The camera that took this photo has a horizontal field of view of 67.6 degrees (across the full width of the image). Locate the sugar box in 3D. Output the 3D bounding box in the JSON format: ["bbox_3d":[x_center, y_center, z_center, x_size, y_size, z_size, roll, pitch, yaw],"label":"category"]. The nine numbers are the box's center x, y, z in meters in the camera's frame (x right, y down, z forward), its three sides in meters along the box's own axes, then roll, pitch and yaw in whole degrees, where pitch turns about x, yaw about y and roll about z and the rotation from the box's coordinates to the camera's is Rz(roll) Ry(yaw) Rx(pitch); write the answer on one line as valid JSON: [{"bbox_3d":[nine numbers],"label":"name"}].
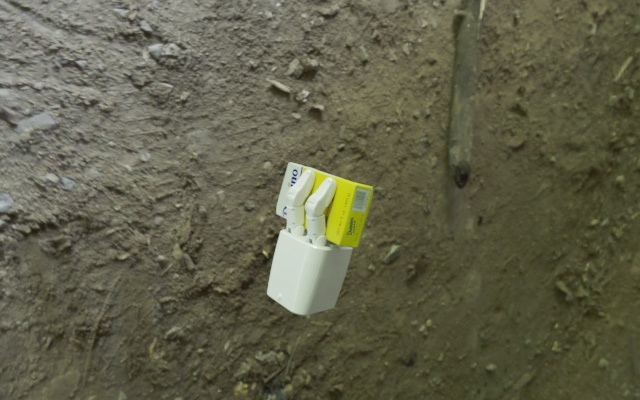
[{"bbox_3d":[0.000,0.003,0.745,0.048,0.093,0.176,11,6,-42],"label":"sugar box"}]
